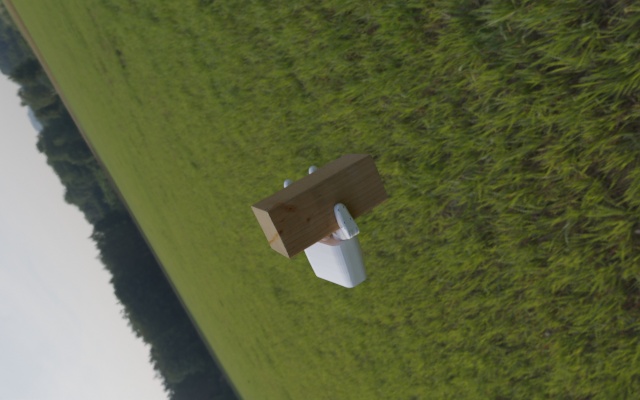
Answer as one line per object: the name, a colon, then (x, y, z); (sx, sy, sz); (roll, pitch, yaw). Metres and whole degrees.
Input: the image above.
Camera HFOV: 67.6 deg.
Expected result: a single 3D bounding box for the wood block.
wood block: (0.000, 0.003, 0.824); (0.206, 0.090, 0.091); (-30, 19, -19)
